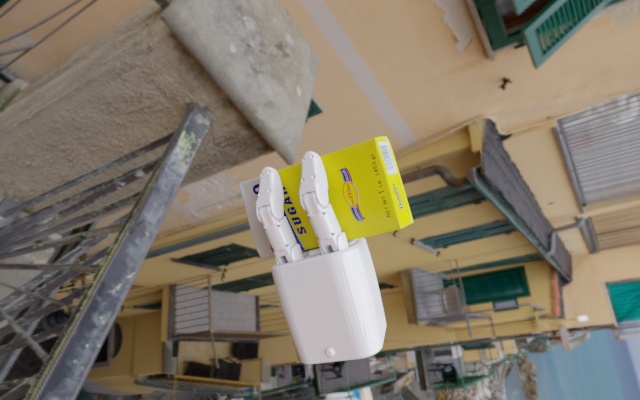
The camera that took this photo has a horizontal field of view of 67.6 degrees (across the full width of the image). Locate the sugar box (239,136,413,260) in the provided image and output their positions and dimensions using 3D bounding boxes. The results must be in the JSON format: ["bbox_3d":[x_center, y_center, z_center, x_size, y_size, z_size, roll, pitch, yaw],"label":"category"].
[{"bbox_3d":[0.000,0.002,0.508,0.176,0.093,0.048,-17,-1,28],"label":"sugar box"}]
